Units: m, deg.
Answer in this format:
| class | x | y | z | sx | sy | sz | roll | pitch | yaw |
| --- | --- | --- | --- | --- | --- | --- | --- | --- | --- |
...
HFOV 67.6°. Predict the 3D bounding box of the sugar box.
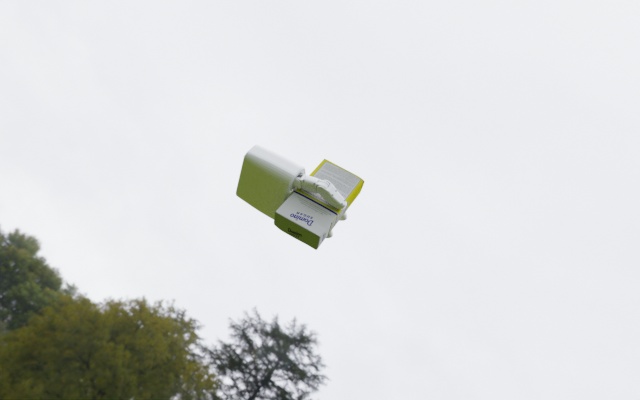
| class | x | y | z | sx | sy | sz | roll | pitch | yaw |
| --- | --- | --- | --- | --- | --- | --- | --- | --- | --- |
| sugar box | 0.000 | 0.003 | 0.872 | 0.093 | 0.048 | 0.176 | 29 | 50 | 14 |
